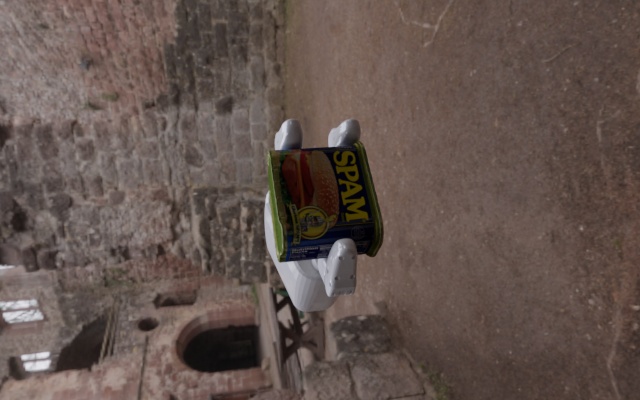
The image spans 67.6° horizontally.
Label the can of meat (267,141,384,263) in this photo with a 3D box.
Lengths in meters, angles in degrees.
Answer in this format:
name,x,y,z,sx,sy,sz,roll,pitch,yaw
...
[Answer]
name,x,y,z,sx,sy,sz,roll,pitch,yaw
can of meat,0.000,0.001,0.415,0.084,0.102,0.057,-5,-28,-11
